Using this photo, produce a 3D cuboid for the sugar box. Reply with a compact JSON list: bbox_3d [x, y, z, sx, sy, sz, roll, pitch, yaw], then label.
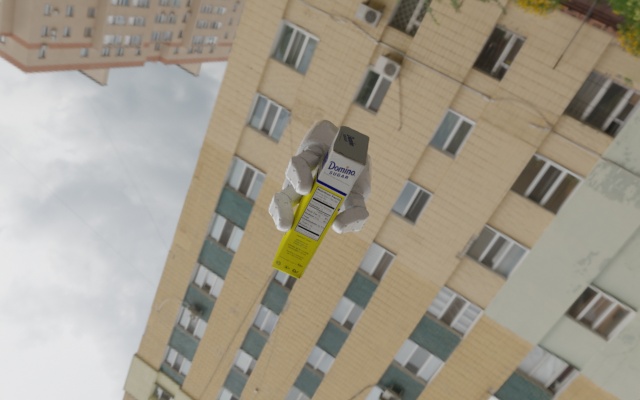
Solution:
[{"bbox_3d":[0.000,0.002,0.583,0.048,0.176,0.093,24,27,-4],"label":"sugar box"}]
